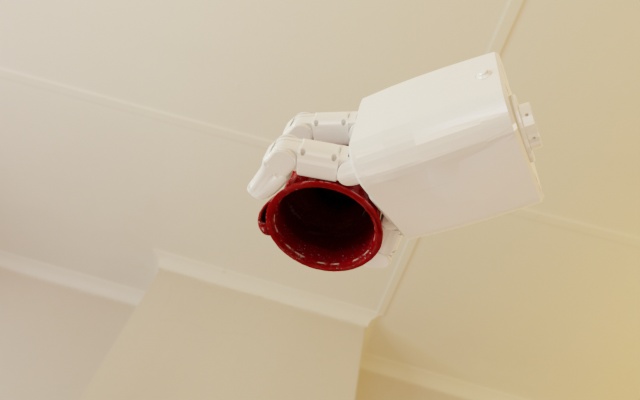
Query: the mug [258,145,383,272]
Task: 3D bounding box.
[{"bbox_3d":[-0.001,0.002,0.407,0.117,0.093,0.081,-16,33,26],"label":"mug"}]
